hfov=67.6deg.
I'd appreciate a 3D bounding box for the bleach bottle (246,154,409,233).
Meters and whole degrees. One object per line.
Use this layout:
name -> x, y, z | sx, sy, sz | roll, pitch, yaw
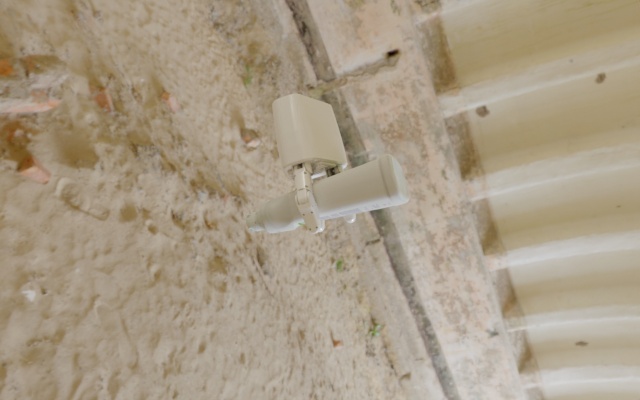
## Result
bleach bottle -> 0.000, 0.002, 0.716 | 0.251, 0.068, 0.102 | -16, -12, 17
